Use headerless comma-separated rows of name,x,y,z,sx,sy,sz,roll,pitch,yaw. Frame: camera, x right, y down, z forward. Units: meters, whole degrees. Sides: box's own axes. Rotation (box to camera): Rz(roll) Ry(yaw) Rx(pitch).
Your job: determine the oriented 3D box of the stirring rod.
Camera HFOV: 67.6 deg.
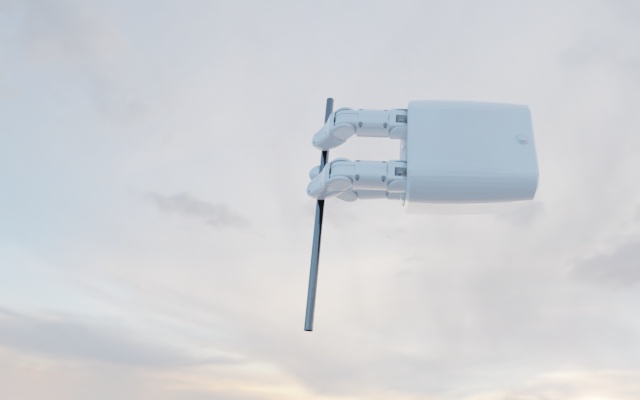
stirring rod,0.000,0.002,0.453,0.011,0.239,0.011,4,-26,2
